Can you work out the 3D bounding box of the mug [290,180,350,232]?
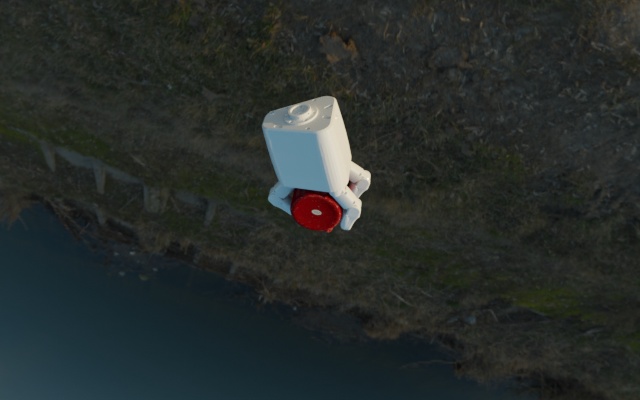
[{"bbox_3d":[0.000,0.004,0.770,0.093,0.117,0.081,-5,42,14],"label":"mug"}]
